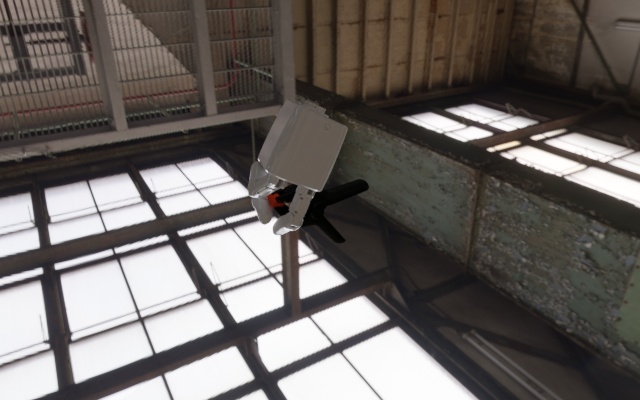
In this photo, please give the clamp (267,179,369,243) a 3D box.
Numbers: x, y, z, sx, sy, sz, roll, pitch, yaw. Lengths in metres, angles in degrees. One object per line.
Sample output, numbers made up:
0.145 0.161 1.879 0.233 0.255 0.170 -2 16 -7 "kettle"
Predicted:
0.000 0.002 0.775 0.171 0.120 0.039 18 12 -38 "clamp"
